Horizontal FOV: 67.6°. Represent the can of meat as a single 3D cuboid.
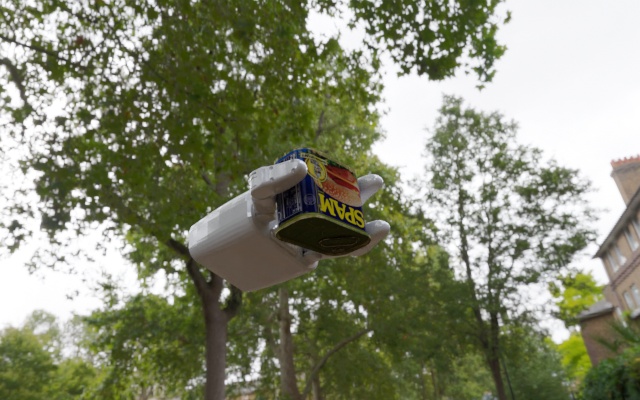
[{"bbox_3d":[0.000,0.001,0.489,0.057,0.084,0.102,-28,-35,33],"label":"can of meat"}]
